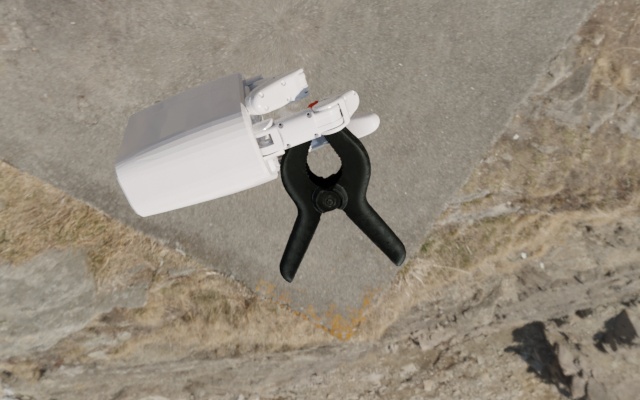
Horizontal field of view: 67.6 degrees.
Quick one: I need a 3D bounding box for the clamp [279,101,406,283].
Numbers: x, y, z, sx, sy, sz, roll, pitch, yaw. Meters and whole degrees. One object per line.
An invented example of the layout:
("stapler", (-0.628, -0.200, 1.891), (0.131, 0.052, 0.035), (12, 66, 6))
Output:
("clamp", (0.000, 0.001, 0.429), (0.120, 0.171, 0.039), (-20, 21, 2))
